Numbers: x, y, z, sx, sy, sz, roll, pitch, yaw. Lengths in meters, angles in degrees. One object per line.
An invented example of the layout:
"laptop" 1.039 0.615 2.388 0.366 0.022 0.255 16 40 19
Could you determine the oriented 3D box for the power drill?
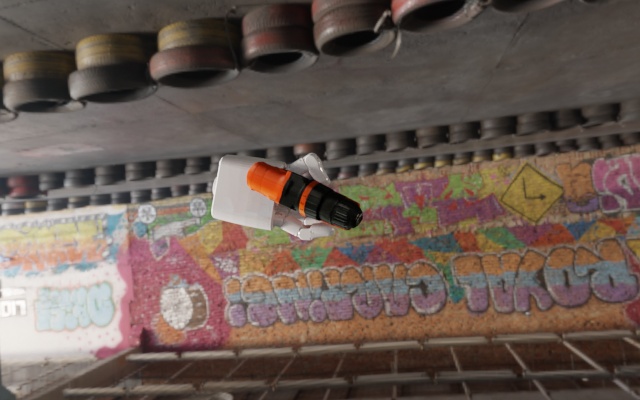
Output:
"power drill" 0.000 0.002 0.734 0.184 0.057 0.188 25 -1 23
